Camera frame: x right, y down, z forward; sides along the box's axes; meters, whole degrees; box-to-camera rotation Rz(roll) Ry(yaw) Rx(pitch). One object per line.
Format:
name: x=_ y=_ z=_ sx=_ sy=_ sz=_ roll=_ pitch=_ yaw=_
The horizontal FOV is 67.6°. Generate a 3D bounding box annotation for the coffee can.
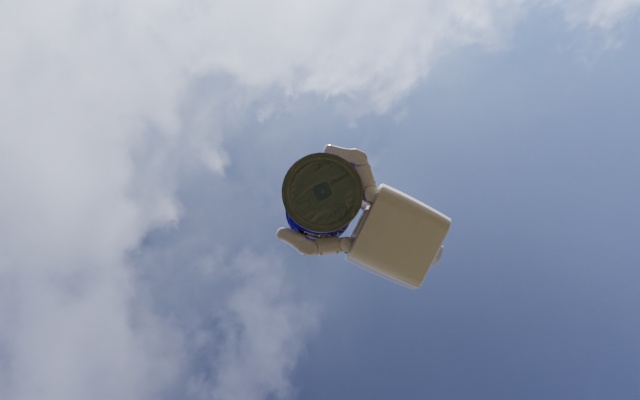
coffee can: x=0.000 y=0.002 z=0.663 sx=0.103 sy=0.102 sz=0.140 roll=0 pitch=-11 yaw=-2
